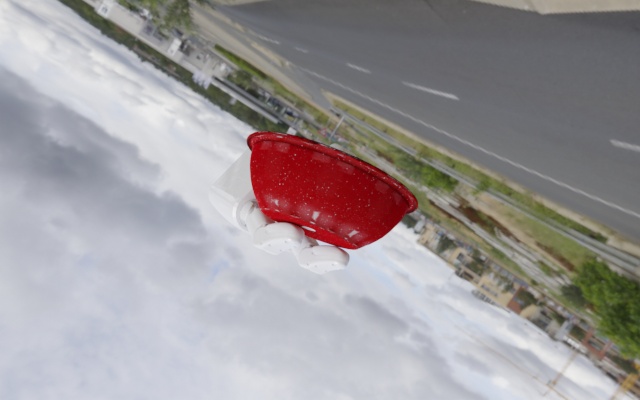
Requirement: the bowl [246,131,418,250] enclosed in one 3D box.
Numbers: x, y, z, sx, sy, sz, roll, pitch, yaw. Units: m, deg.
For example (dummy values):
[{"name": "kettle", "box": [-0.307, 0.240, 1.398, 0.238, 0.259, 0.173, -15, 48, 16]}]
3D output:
[{"name": "bowl", "box": [0.000, 0.002, 0.418, 0.162, 0.055, 0.162, 21, -11, 4]}]
